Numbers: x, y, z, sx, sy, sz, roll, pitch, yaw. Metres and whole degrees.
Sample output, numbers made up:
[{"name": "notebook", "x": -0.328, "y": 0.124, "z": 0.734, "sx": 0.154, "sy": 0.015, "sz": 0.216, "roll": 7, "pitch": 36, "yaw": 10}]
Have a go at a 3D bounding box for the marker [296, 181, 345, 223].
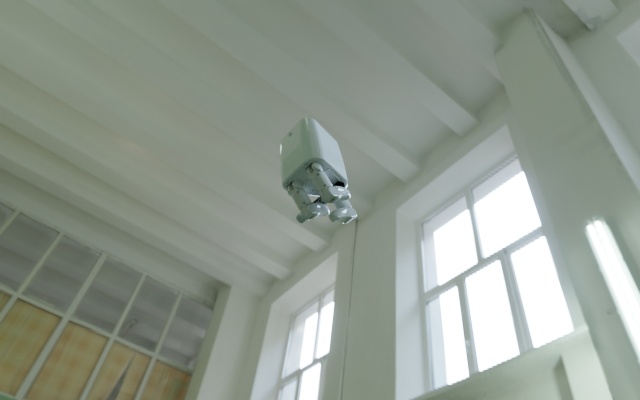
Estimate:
[{"name": "marker", "x": 0.000, "y": 0.003, "z": 0.854, "sx": 0.020, "sy": 0.020, "sz": 0.121, "roll": 0, "pitch": -32, "yaw": -48}]
